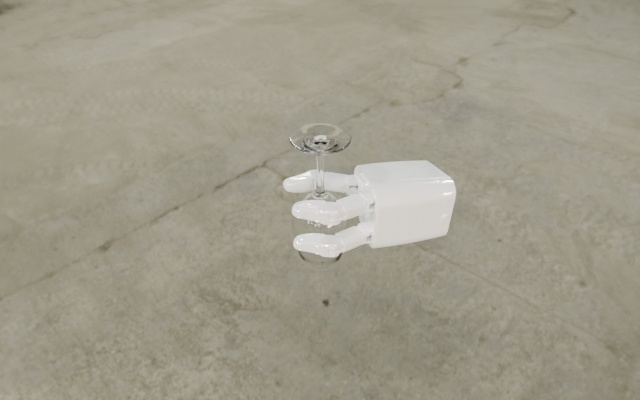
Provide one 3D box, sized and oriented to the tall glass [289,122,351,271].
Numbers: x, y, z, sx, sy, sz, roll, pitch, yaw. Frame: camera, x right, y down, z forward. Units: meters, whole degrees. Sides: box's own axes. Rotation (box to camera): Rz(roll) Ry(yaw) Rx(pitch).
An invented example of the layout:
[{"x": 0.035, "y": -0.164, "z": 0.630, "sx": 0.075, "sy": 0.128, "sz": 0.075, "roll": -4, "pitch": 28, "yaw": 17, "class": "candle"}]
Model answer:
[{"x": 0.000, "y": 0.002, "z": 0.631, "sx": 0.079, "sy": 0.201, "sz": 0.079, "roll": 0, "pitch": 39, "yaw": 0, "class": "tall glass"}]
